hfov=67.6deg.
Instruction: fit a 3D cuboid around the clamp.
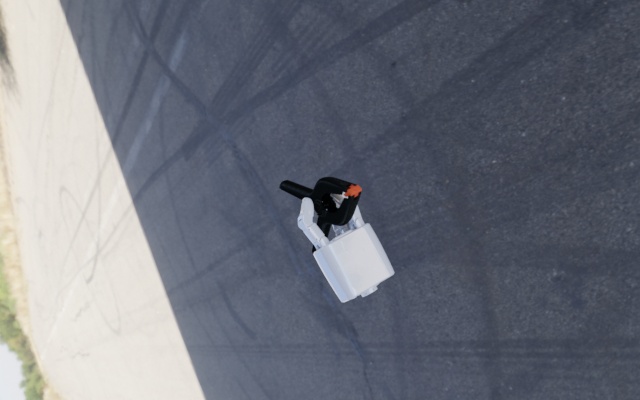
[{"bbox_3d":[0.000,0.003,0.897,0.036,0.164,0.210,-28,-7,-36],"label":"clamp"}]
